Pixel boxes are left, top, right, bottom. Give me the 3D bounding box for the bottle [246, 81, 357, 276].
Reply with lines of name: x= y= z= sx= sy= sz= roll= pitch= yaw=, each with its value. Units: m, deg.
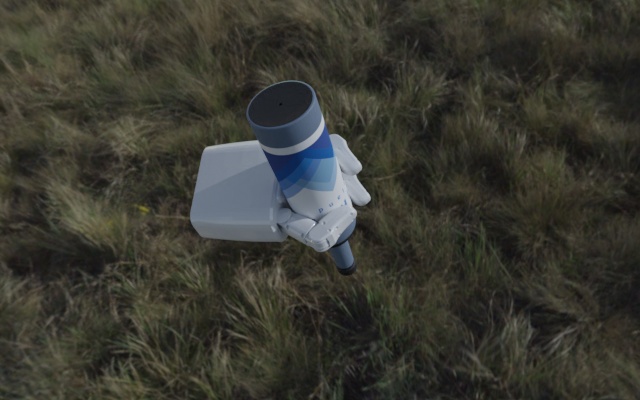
bottle: x=0.000 y=0.002 z=0.546 sx=0.069 sy=0.069 sz=0.296 roll=0 pitch=-38 yaw=18
